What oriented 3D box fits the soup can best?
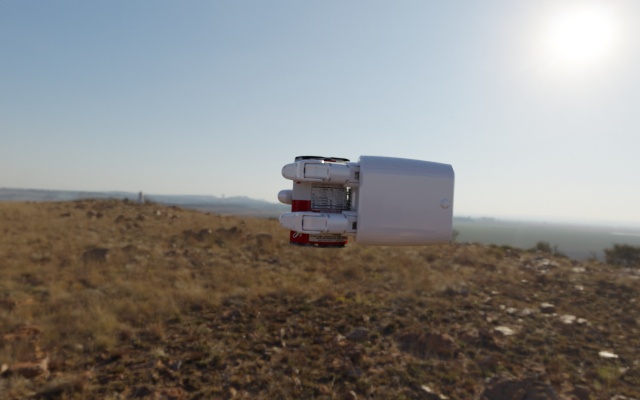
[{"bbox_3d":[0.000,0.002,0.557,0.068,0.102,0.068,3,0,0],"label":"soup can"}]
